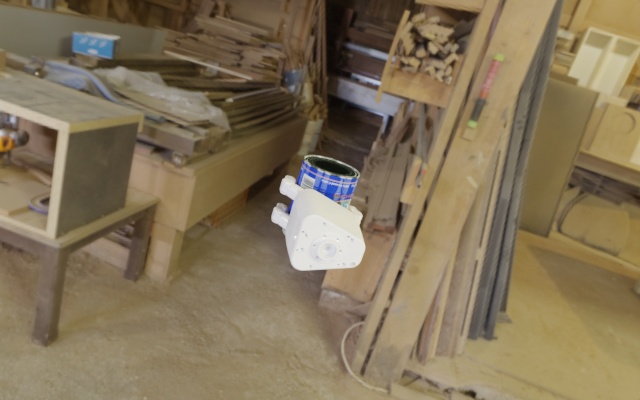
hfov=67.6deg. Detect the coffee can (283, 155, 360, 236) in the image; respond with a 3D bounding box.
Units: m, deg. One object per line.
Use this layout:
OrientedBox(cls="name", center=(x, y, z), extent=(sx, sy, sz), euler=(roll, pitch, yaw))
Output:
OrientedBox(cls="coffee can", center=(0.000, 0.003, 0.847), extent=(0.103, 0.140, 0.102), euler=(16, 18, -5))
